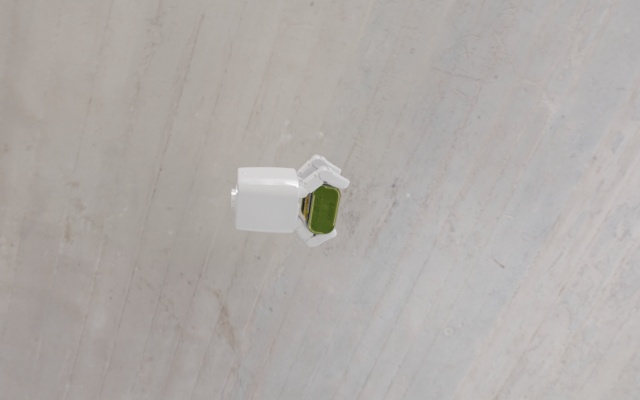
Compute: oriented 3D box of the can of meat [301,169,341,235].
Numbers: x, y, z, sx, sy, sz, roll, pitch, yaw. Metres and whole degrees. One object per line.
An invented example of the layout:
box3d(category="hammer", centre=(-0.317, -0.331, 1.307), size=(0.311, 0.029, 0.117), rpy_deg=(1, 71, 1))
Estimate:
box3d(category="can of meat", centre=(0.000, 0.003, 0.892), size=(0.057, 0.102, 0.084), rpy_deg=(5, 21, -11))
